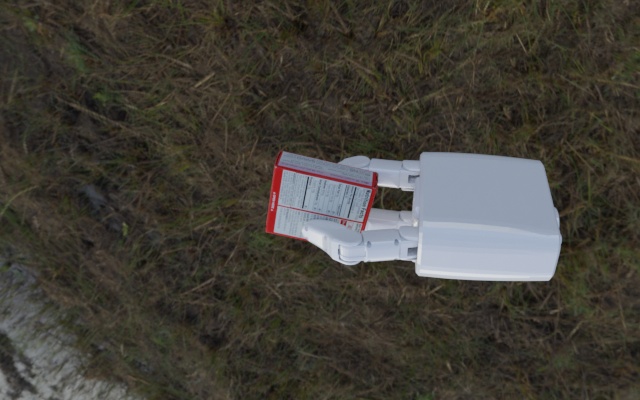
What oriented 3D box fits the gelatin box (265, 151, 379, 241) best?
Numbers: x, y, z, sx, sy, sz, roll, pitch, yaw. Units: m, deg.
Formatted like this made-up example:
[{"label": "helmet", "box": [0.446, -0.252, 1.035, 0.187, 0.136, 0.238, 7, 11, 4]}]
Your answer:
[{"label": "gelatin box", "box": [0.000, 0.002, 0.423, 0.089, 0.073, 0.030, 12, 36, 0]}]
